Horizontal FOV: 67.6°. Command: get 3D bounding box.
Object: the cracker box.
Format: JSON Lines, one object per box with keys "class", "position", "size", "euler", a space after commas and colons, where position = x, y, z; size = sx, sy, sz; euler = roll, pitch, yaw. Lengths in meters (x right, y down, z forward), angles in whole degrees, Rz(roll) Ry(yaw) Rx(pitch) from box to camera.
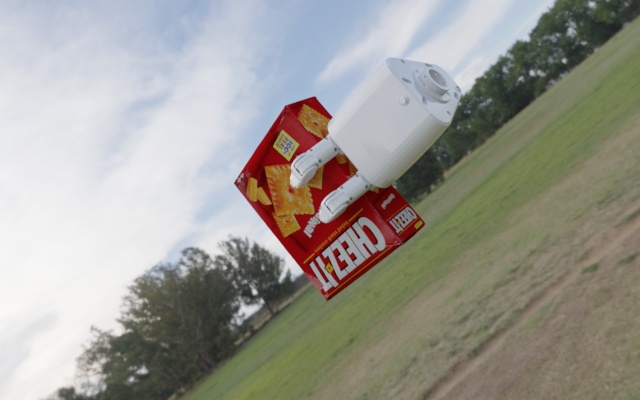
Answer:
{"class": "cracker box", "position": [0.000, 0.002, 0.618], "size": [0.072, 0.213, 0.164], "euler": [-30, -12, -48]}
